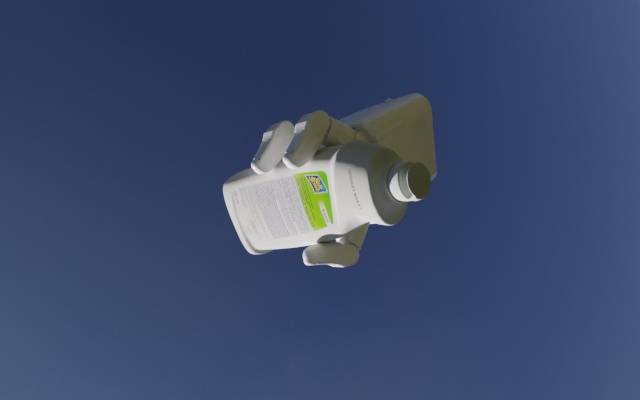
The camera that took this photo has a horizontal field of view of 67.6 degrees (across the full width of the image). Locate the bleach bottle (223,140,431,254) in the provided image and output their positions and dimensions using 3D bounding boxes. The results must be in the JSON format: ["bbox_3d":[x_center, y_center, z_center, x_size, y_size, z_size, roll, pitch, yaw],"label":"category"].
[{"bbox_3d":[0.000,0.001,0.463,0.068,0.102,0.251,-31,15,-37],"label":"bleach bottle"}]
